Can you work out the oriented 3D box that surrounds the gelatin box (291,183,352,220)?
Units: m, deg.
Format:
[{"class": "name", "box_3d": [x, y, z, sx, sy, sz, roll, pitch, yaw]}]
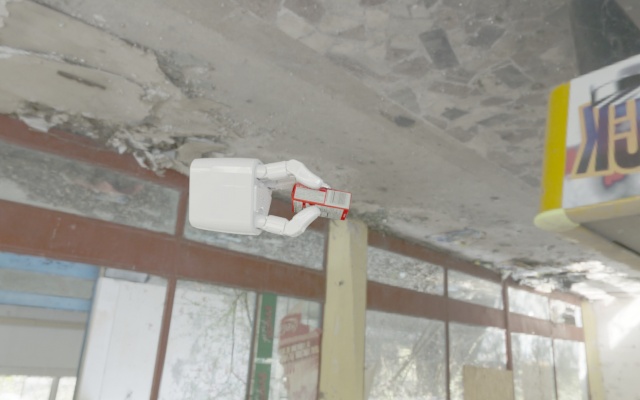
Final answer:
[{"class": "gelatin box", "box_3d": [0.000, 0.003, 0.738, 0.089, 0.030, 0.073, 11, -16, 1]}]
